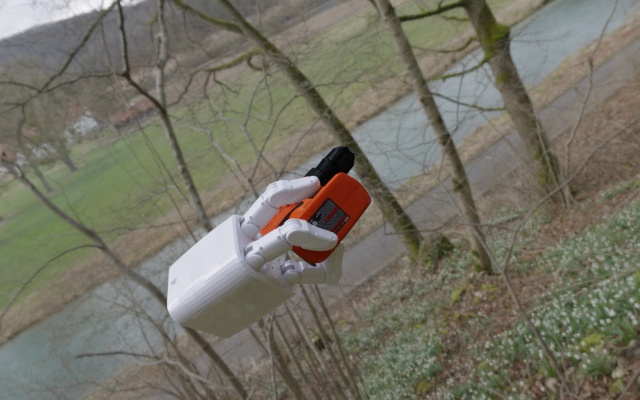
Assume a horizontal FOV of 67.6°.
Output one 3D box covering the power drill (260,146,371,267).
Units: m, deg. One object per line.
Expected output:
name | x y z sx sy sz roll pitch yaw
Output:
power drill | 0.000 0.002 0.613 0.057 0.184 0.187 39 -5 -12
